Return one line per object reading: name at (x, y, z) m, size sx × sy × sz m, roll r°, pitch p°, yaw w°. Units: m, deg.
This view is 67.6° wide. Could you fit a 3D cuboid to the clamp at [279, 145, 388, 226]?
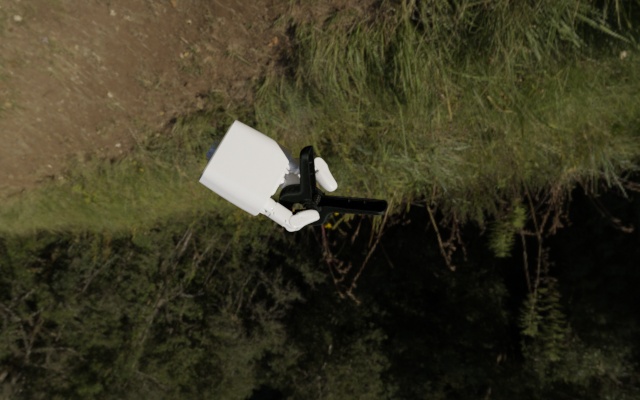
clamp at (-0.001, 0.003, 0.789) m, size 0.164 × 0.036 × 0.210 m, roll 32°, pitch -34°, yaw -12°
